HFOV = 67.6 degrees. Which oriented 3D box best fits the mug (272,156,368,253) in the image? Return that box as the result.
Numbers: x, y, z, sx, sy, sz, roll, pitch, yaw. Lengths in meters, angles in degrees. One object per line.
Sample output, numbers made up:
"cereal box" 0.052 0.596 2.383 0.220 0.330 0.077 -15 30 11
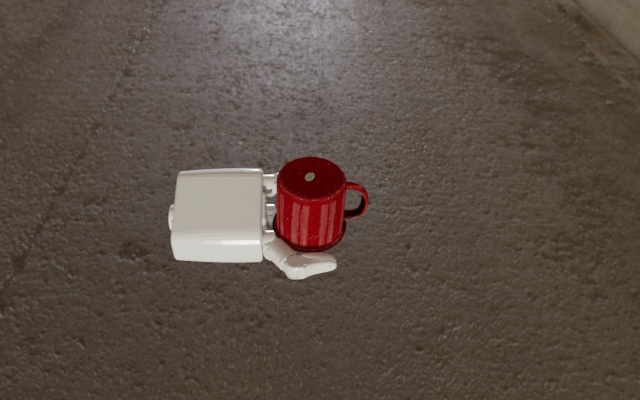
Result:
"mug" 0.002 0.002 0.573 0.117 0.082 0.093 -1 45 -5
